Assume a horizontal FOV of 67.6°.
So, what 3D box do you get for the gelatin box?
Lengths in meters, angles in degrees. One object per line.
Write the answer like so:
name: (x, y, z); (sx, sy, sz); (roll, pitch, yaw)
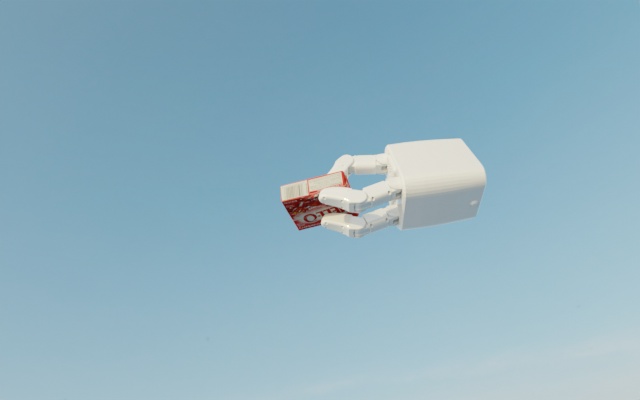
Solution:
gelatin box: (0.000, 0.002, 0.637); (0.089, 0.030, 0.073); (-13, -37, 10)
